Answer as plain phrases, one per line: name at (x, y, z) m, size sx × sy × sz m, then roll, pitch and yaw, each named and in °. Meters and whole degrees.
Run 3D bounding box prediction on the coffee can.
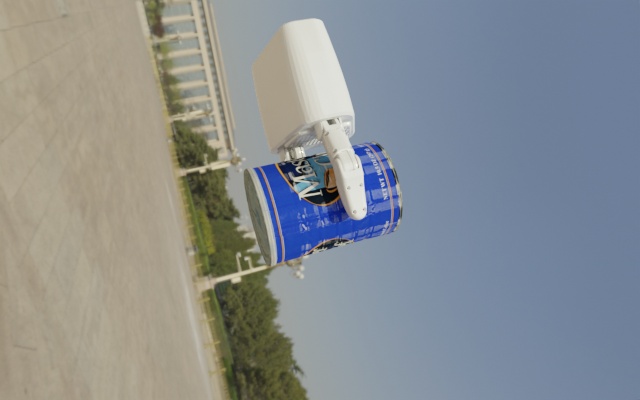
coffee can at (0.000, 0.002, 0.503) m, size 0.140 × 0.103 × 0.103 m, roll -14°, pitch 3°, yaw -15°
